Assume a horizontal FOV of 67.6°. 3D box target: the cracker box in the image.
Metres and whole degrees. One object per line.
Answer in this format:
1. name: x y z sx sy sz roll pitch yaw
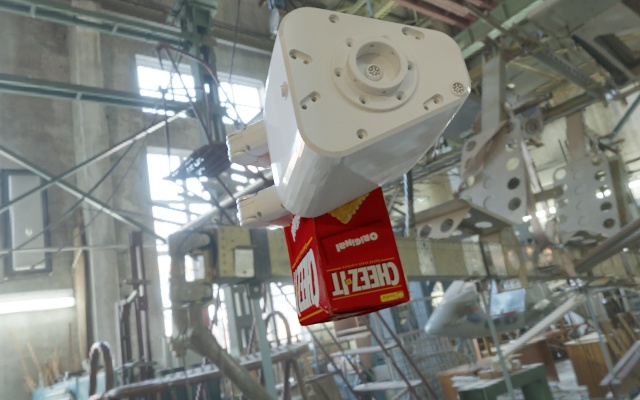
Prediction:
1. cracker box: 0.000 0.001 0.443 0.072 0.213 0.164 -8 -16 -12
